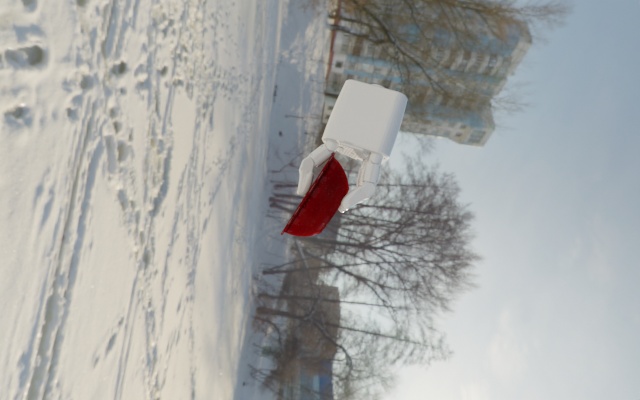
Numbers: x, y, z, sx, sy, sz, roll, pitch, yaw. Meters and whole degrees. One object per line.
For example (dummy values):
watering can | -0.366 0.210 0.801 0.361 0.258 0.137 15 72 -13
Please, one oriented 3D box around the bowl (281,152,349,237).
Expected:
bowl | 0.000 0.004 0.786 0.055 0.162 0.162 34 -2 -2
